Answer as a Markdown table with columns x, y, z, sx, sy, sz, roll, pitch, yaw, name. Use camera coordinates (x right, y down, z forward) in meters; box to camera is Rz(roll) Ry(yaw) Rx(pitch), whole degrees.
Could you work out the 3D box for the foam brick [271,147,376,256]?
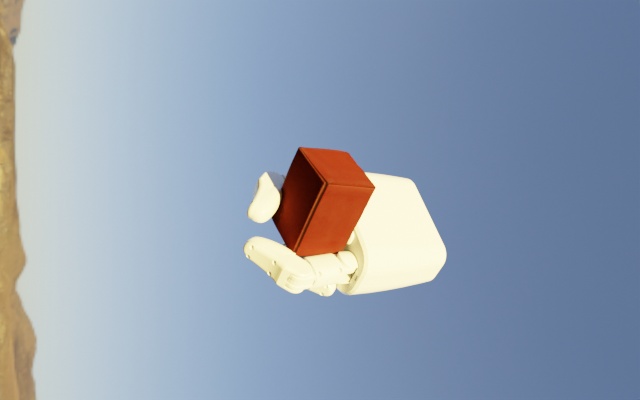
| x | y | z | sx | sy | sz | roll | pitch | yaw | name |
| --- | --- | --- | --- | --- | --- | --- | --- | --- | --- |
| 0.000 | 0.001 | 0.402 | 0.051 | 0.078 | 0.053 | 1 | 39 | -33 | foam brick |
